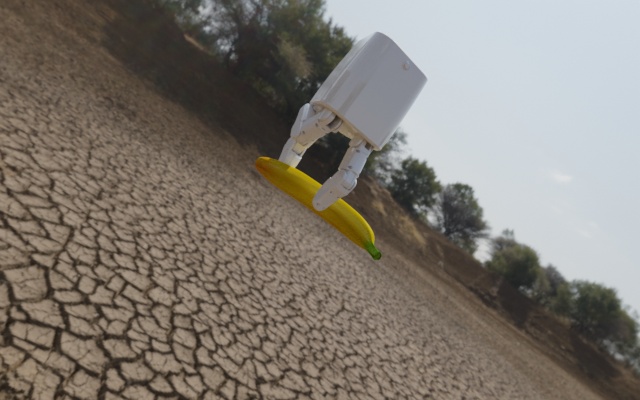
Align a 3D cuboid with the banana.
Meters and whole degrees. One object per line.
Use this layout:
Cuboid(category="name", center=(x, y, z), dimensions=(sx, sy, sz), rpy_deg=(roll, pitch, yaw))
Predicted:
Cuboid(category="banana", center=(0.001, 0.002, 0.620), dimensions=(0.198, 0.037, 0.069), rpy_deg=(36, 2, -7))
